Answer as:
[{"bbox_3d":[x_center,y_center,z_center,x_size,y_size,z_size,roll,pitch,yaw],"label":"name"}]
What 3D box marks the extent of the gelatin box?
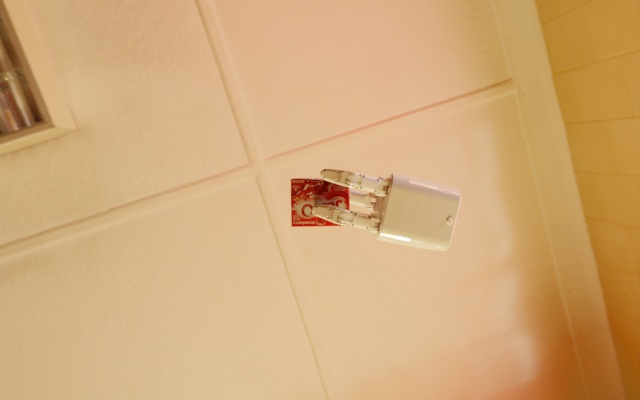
[{"bbox_3d":[0.000,0.002,0.722,0.089,0.073,0.030,0,4,3],"label":"gelatin box"}]
